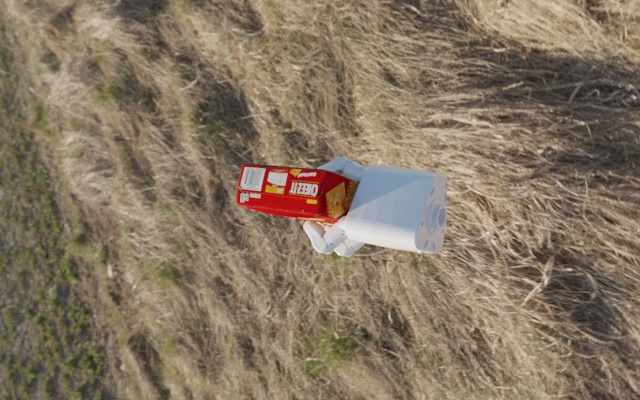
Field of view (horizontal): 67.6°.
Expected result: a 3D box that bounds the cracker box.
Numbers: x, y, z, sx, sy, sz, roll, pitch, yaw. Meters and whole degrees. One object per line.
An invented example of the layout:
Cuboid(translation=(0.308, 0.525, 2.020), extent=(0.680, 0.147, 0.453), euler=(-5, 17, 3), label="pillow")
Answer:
Cuboid(translation=(0.000, 0.002, 0.753), extent=(0.164, 0.072, 0.214), euler=(6, -7, 37), label="cracker box")
